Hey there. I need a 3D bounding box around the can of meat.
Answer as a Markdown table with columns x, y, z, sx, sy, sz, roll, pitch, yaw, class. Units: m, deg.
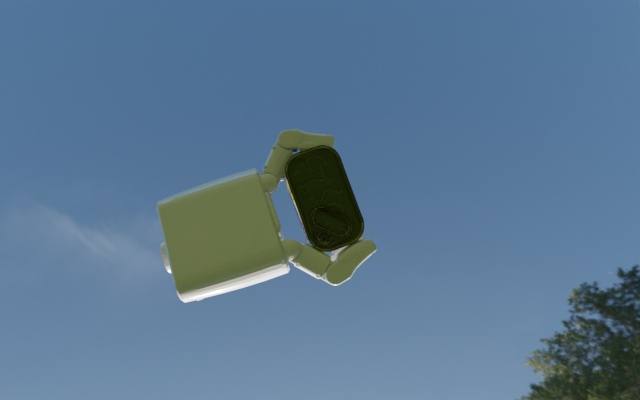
| x | y | z | sx | sy | sz | roll | pitch | yaw | class |
| --- | --- | --- | --- | --- | --- | --- | --- | --- | --- |
| 0.000 | 0.002 | 0.503 | 0.057 | 0.102 | 0.084 | -20 | -3 | -7 | can of meat |
